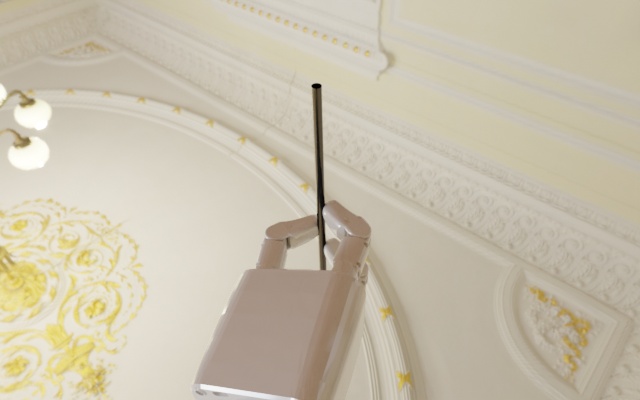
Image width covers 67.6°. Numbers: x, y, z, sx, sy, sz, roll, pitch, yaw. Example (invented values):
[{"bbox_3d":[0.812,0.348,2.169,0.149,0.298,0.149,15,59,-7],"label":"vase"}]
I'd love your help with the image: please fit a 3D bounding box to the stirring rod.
[{"bbox_3d":[0.000,0.001,0.435,0.011,0.240,0.011,-1,45,1],"label":"stirring rod"}]
